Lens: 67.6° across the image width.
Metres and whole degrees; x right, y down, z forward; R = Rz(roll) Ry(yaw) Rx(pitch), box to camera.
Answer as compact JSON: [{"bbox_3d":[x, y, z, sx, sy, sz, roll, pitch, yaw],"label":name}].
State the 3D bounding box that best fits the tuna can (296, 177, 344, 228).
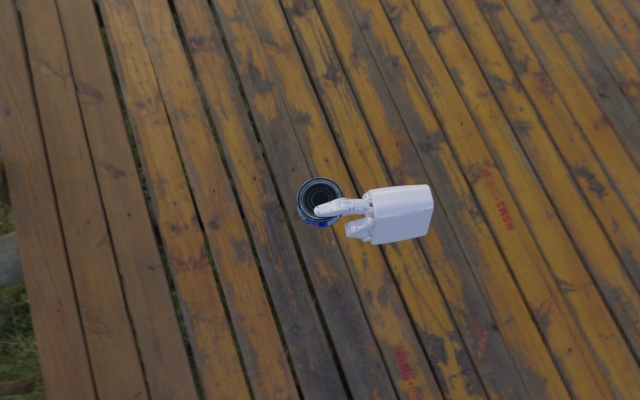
[{"bbox_3d":[0.000,0.003,0.846,0.086,0.086,0.034,0,-19,1],"label":"tuna can"}]
